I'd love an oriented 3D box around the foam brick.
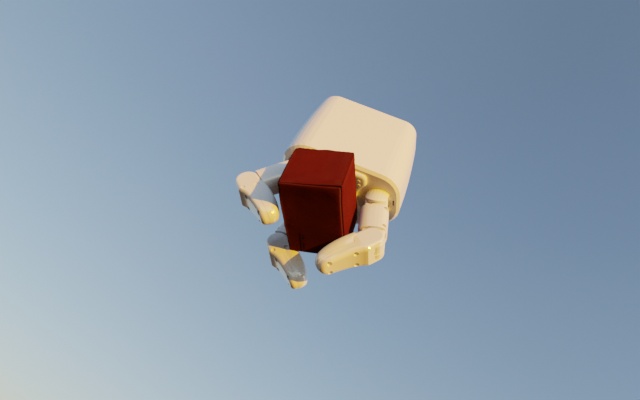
[{"bbox_3d":[0.000,0.001,0.405,0.053,0.078,0.051,7,42,14],"label":"foam brick"}]
